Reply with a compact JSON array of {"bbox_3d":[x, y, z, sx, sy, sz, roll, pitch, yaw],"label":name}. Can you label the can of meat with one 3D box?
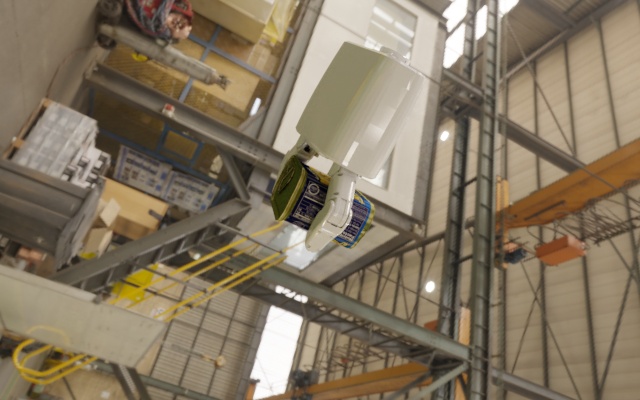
[{"bbox_3d":[0.000,0.002,0.494,0.084,0.057,0.102,25,10,-16],"label":"can of meat"}]
